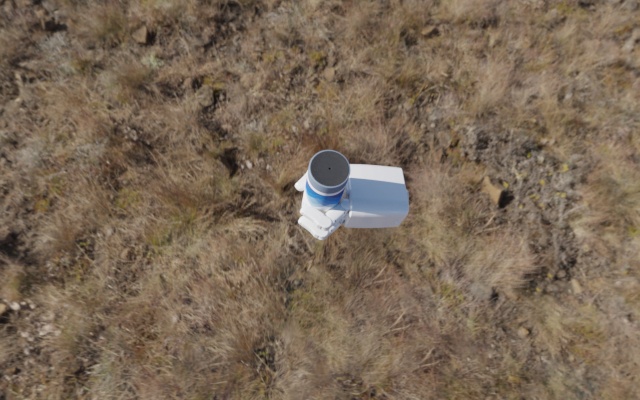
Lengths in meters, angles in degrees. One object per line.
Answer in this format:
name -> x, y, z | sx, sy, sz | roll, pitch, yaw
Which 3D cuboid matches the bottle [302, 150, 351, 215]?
bottle -> 0.000, 0.003, 0.886 | 0.069, 0.069, 0.296 | 0, -21, -6
